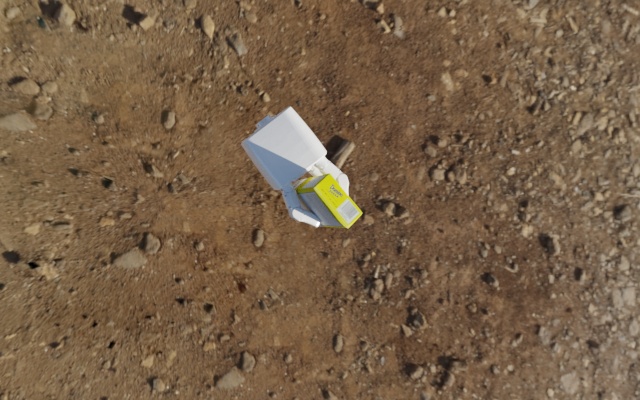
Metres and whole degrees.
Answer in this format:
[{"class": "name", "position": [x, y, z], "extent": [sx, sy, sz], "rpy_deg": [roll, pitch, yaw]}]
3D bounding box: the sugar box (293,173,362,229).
[{"class": "sugar box", "position": [0.000, 0.002, 0.871], "extent": [0.048, 0.093, 0.176], "rpy_deg": [-42, 13, -14]}]
